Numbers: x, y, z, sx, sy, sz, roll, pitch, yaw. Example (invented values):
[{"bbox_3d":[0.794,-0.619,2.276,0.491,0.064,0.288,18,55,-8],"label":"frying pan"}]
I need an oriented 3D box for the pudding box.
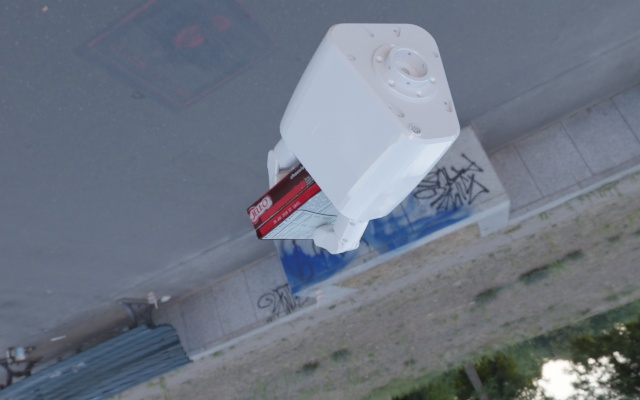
[{"bbox_3d":[0.000,0.002,0.456,0.090,0.039,0.113,-37,-26,29],"label":"pudding box"}]
